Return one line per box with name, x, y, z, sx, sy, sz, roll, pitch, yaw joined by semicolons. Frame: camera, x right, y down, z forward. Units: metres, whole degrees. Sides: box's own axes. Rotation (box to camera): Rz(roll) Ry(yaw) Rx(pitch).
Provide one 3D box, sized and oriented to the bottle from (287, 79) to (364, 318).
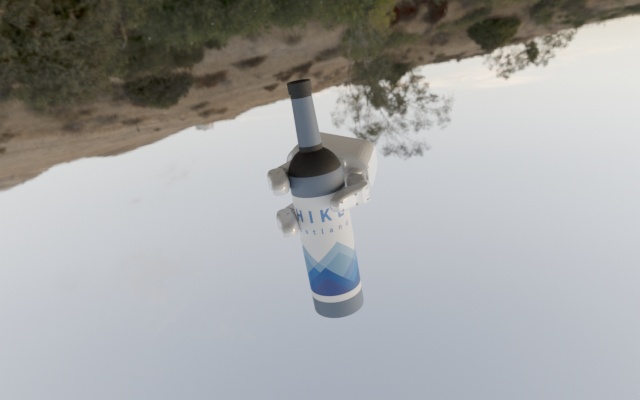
bottle;0.000;0.002;0.587;0.069;0.296;0.069;-9;20;3
